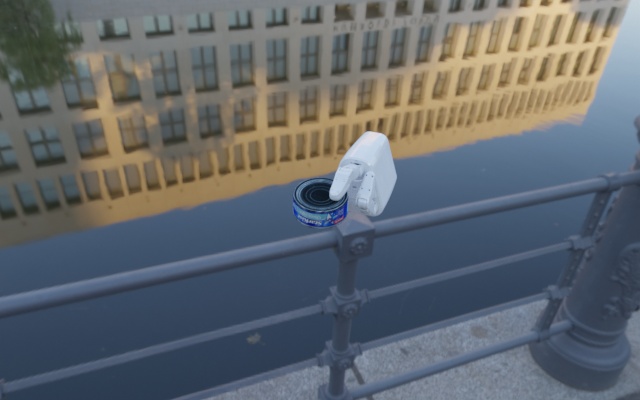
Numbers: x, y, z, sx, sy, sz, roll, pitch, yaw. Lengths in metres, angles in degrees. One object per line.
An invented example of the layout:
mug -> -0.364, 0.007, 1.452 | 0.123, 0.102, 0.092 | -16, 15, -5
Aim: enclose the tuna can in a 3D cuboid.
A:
tuna can -> 0.000, 0.002, 0.727 | 0.086, 0.034, 0.086 | 1, 40, -1
